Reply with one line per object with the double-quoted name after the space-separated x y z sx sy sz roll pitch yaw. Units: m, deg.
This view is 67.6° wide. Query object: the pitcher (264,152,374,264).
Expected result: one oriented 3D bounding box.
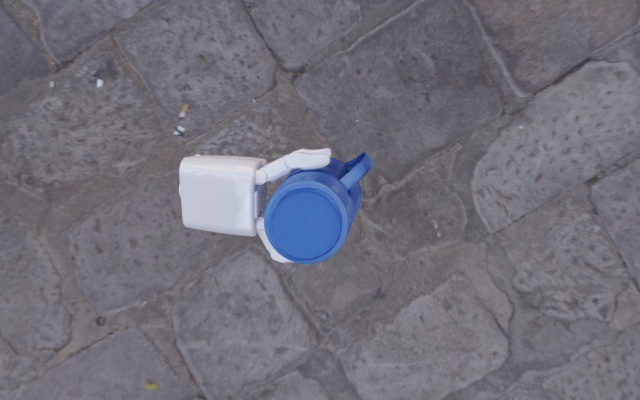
0.000 0.002 0.701 0.145 0.149 0.243 6 10 4 "pitcher"
